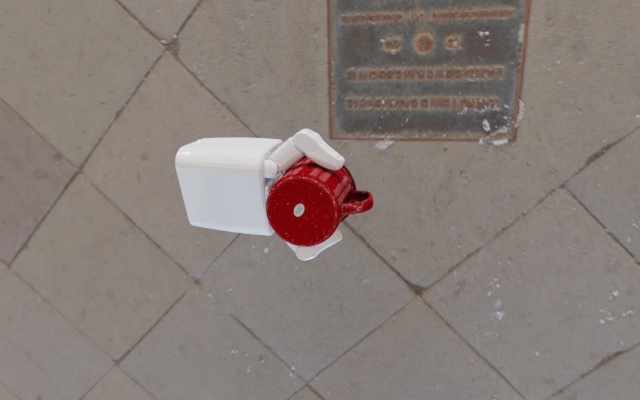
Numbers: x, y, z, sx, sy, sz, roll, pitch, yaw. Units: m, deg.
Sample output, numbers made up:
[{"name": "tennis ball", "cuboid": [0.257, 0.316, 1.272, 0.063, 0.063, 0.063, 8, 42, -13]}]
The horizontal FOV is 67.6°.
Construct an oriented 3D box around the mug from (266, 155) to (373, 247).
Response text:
[{"name": "mug", "cuboid": [0.001, 0.002, 0.531, 0.117, 0.093, 0.081, 4, 18, 12]}]
